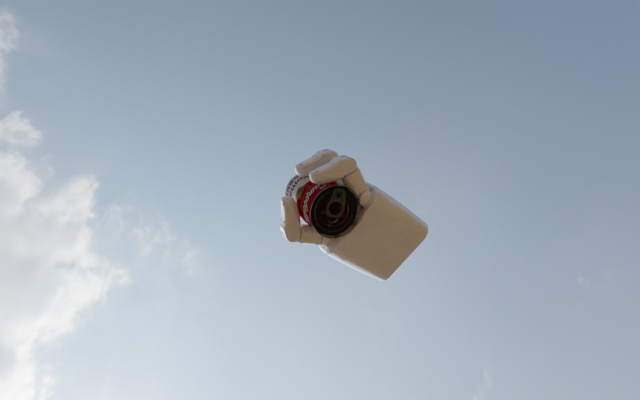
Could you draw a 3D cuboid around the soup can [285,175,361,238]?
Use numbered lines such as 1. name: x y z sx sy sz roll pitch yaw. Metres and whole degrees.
1. soup can: 0.000 0.002 0.627 0.068 0.068 0.102 0 14 -23
